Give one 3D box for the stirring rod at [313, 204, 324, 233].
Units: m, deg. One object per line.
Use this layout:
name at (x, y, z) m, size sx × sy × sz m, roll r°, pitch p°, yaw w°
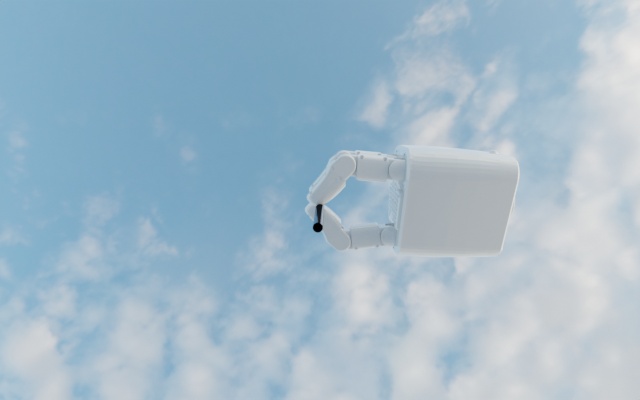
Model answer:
stirring rod at (0.000, 0.002, 0.490) m, size 0.011 × 0.011 × 0.239 m, roll 0°, pitch 9°, yaw 1°
